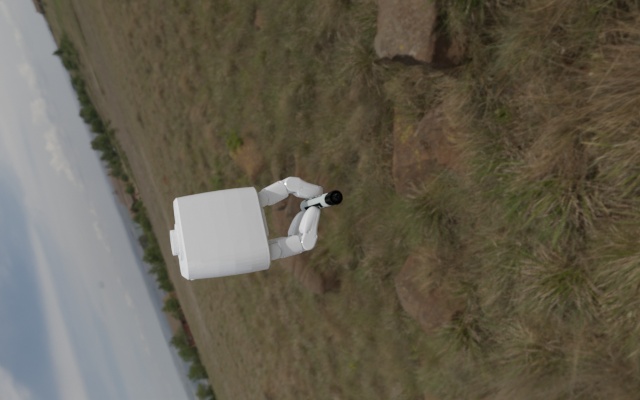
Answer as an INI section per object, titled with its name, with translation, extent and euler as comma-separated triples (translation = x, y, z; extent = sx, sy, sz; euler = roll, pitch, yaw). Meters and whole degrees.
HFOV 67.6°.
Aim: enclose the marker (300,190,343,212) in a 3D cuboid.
[marker]
translation = 0.000, 0.002, 0.651
extent = 0.020, 0.020, 0.121
euler = 0, -6, -21
